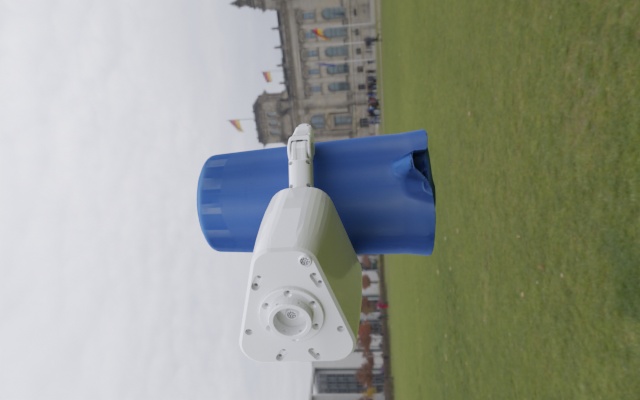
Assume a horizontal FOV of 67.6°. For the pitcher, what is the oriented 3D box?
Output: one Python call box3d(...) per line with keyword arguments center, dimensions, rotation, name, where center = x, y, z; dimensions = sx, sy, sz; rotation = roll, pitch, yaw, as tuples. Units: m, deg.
box3d(center=(0.000, 0.002, 0.527), dimensions=(0.243, 0.149, 0.145), rotation=(-3, 25, 6), name="pitcher")
